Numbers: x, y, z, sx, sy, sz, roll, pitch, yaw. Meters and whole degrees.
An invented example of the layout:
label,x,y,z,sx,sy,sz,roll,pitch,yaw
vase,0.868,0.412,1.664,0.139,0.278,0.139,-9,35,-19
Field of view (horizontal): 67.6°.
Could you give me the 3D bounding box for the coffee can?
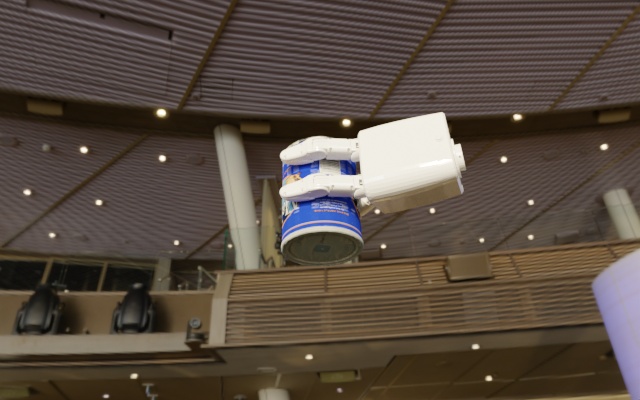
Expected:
label,x,y,z,sx,sy,sz,roll,pitch,yaw
coffee can,0.000,0.002,0.628,0.103,0.140,0.103,-2,-31,-1
